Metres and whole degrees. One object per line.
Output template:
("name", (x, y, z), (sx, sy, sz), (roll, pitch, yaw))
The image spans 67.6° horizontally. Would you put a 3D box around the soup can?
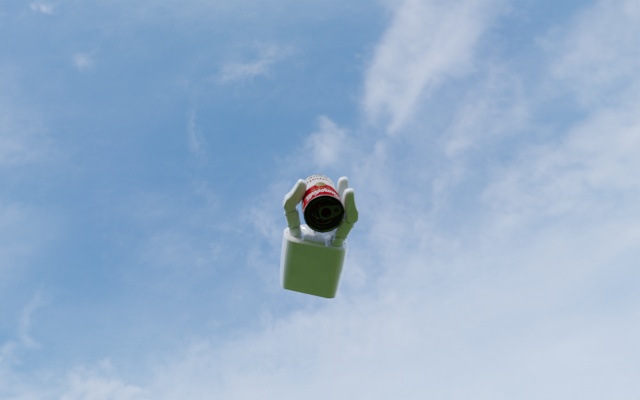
("soup can", (0.000, 0.002, 0.820), (0.068, 0.068, 0.102), (0, 23, -8))
